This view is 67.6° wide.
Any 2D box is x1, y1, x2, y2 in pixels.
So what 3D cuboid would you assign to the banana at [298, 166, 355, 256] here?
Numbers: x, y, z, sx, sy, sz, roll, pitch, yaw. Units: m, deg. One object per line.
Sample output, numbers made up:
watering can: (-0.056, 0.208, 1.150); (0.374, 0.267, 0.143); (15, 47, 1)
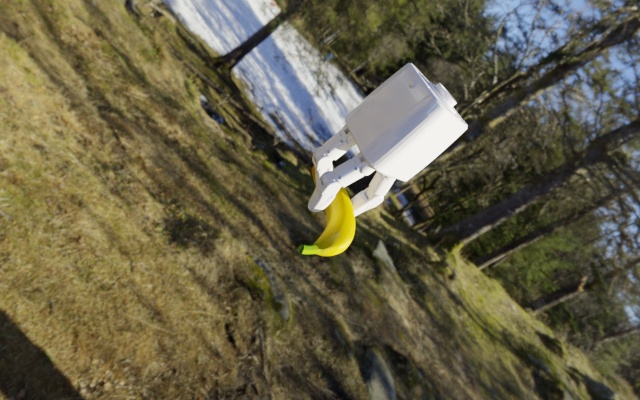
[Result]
banana: (0.015, 0.014, 0.640); (0.069, 0.037, 0.197); (33, 29, -17)
